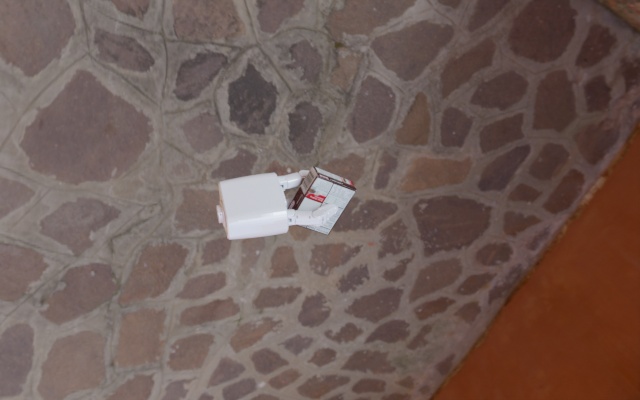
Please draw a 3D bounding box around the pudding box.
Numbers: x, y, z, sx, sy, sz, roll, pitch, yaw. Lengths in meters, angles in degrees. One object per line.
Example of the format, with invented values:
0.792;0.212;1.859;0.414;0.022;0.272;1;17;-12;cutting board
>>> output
0.000;0.003;0.887;0.090;0.113;0.039;19;27;-28;pudding box
